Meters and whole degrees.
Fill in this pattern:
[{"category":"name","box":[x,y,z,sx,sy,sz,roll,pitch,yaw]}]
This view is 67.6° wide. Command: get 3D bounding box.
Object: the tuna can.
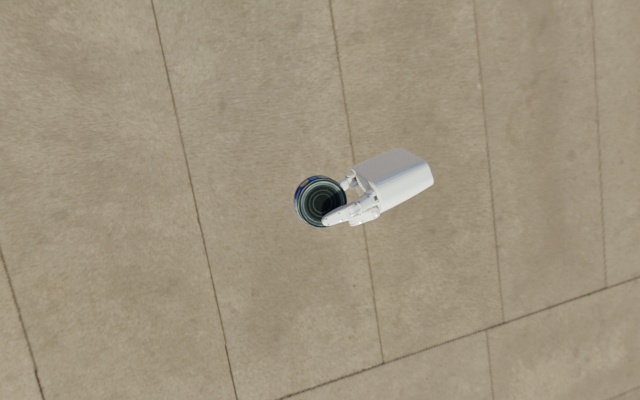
[{"category":"tuna can","box":[0.000,0.003,0.789,0.086,0.086,0.033,0,10,-14]}]
